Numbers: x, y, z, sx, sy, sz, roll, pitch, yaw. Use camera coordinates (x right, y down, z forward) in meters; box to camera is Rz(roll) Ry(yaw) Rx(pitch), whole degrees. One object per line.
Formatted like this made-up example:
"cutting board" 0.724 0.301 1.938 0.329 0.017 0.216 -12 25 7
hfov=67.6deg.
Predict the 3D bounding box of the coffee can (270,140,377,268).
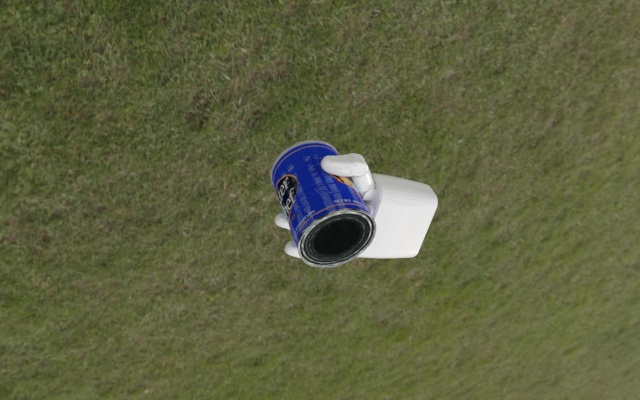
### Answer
"coffee can" 0.000 0.002 0.629 0.103 0.103 0.140 0 42 -24
